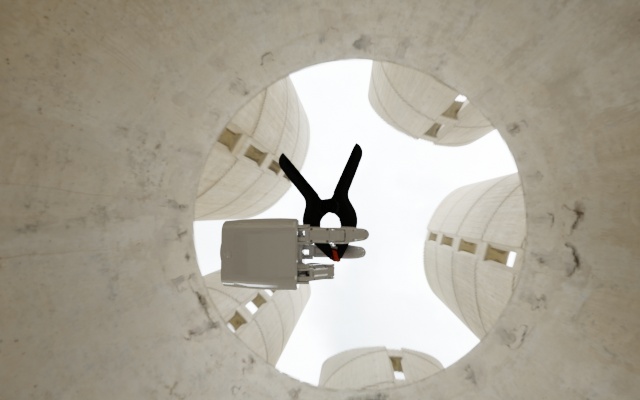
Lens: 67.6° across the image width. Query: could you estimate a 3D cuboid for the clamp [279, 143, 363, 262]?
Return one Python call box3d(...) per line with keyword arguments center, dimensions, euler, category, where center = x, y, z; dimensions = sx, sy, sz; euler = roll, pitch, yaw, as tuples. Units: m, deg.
box3d(center=(0.000, 0.002, 0.687), dimensions=(0.120, 0.171, 0.039), euler=(0, -1, 3), category="clamp")
